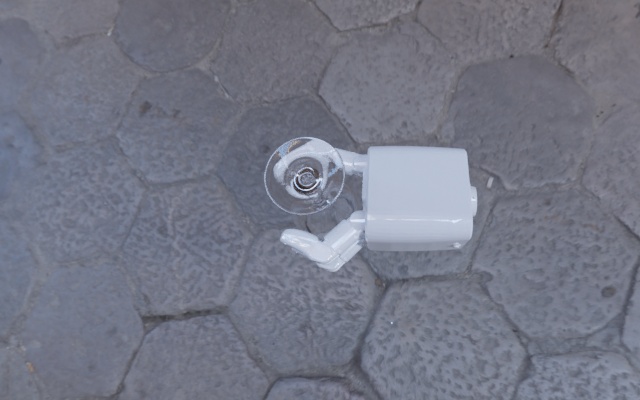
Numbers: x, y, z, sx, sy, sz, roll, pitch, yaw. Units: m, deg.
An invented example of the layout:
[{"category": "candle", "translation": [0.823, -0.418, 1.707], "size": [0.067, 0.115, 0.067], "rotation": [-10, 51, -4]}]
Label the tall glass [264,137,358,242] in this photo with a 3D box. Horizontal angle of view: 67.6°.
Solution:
[{"category": "tall glass", "translation": [0.000, 0.001, 0.524], "size": [0.079, 0.079, 0.201], "rotation": [0, -14, 8]}]
